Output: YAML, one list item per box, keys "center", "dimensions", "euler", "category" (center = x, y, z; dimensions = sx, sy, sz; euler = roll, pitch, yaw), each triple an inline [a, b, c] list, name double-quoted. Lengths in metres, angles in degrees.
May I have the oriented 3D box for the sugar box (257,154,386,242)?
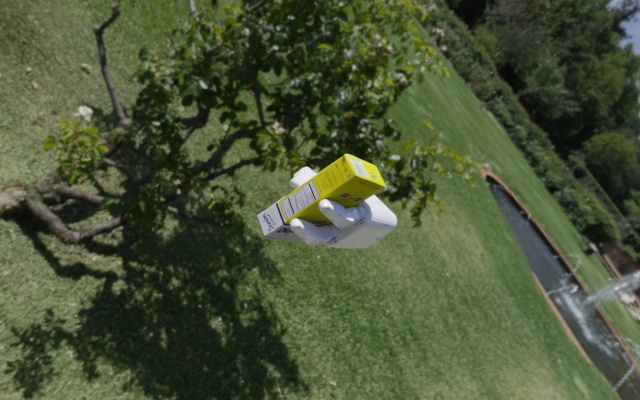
- center: [0.000, 0.003, 0.713]
  dimensions: [0.176, 0.048, 0.093]
  euler: [-37, -27, 24]
  category: "sugar box"
